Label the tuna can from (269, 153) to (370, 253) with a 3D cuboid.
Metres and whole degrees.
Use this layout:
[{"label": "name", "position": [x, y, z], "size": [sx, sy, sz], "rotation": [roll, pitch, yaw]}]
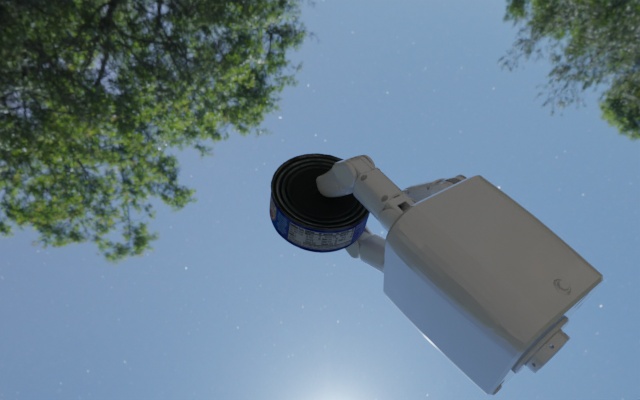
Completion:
[{"label": "tuna can", "position": [0.000, 0.002, 0.401], "size": [0.086, 0.086, 0.034], "rotation": [0, -42, -11]}]
